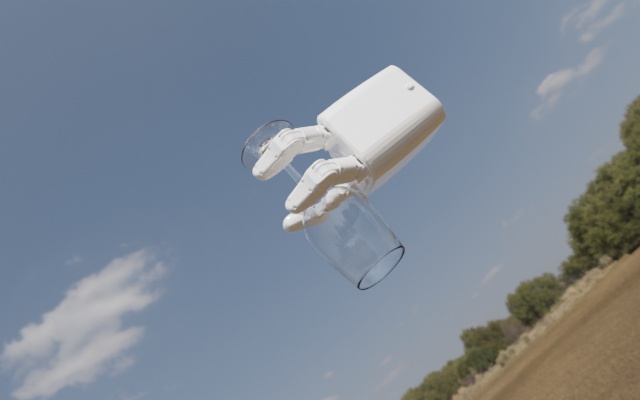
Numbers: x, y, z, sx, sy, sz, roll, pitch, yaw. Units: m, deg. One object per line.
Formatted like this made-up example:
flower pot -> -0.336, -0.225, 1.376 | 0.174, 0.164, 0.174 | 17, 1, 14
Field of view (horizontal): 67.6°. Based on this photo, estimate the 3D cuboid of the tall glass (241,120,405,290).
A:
tall glass -> 0.000, 0.001, 0.513 | 0.201, 0.079, 0.079 | 48, 25, 26
